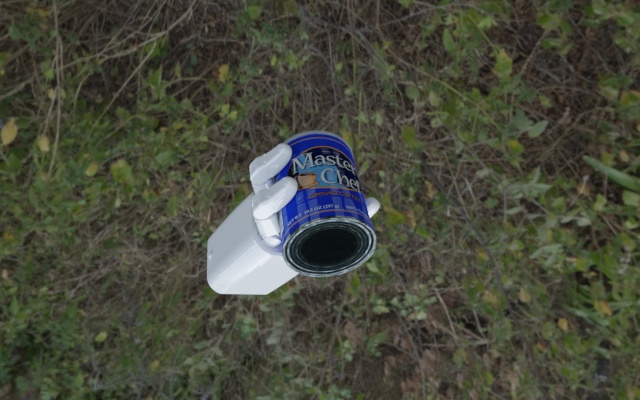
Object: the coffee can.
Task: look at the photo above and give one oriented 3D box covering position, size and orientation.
[{"bbox_3d":[0.000,0.002,0.555,0.103,0.140,0.103,-6,-43,-6],"label":"coffee can"}]
